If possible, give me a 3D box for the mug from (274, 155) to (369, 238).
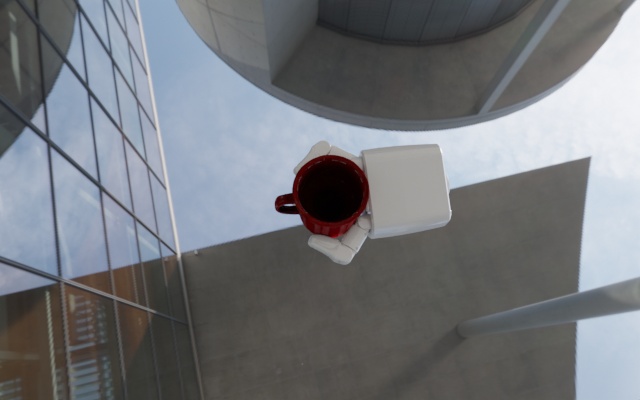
[{"bbox_3d":[-0.001,0.002,0.609,0.117,0.093,0.081,-9,-18,-4],"label":"mug"}]
